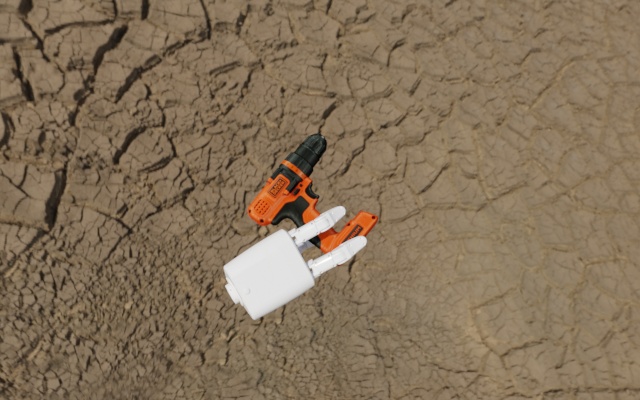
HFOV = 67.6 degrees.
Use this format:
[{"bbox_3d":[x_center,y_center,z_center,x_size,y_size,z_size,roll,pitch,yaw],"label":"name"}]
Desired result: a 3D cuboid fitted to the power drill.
[{"bbox_3d":[0.000,0.003,0.791,0.187,0.184,0.057,37,-5,11],"label":"power drill"}]
